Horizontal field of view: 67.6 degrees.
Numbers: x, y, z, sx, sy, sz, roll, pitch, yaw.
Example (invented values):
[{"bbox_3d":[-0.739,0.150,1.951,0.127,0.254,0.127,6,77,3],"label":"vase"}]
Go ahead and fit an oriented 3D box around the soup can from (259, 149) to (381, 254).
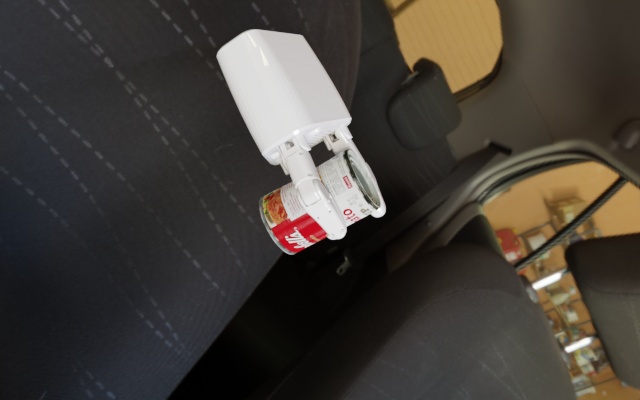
[{"bbox_3d":[0.001,0.002,0.476,0.102,0.068,0.068,-29,-9,16],"label":"soup can"}]
